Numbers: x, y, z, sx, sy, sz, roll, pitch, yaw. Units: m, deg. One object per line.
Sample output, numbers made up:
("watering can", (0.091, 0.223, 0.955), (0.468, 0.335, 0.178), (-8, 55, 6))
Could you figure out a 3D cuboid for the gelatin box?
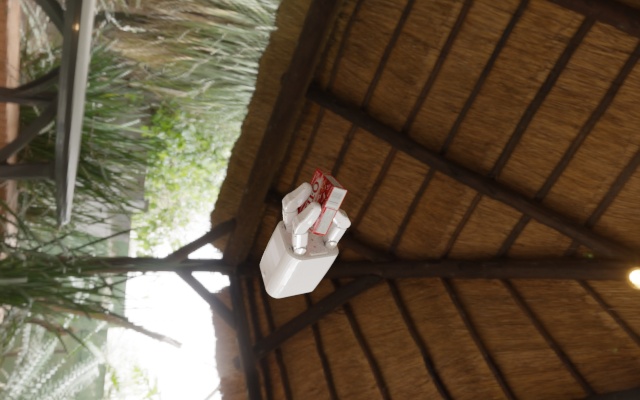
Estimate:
("gelatin box", (0.001, 0.002, 0.789), (0.030, 0.089, 0.073), (15, 19, -31))
